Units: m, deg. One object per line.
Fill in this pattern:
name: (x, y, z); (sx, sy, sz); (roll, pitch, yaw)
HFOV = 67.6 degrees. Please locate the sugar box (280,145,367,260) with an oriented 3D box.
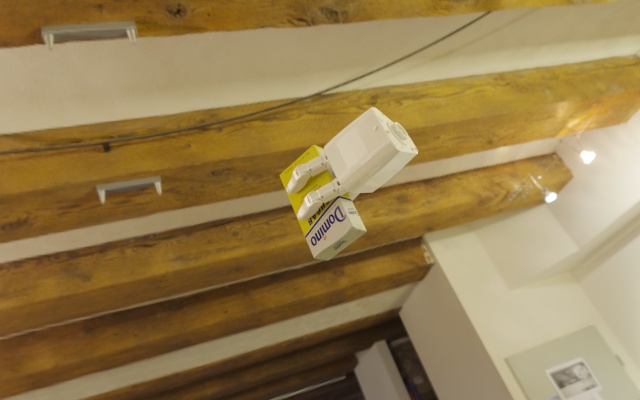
sugar box: (0.000, 0.002, 0.810); (0.093, 0.176, 0.048); (-40, -35, 26)
